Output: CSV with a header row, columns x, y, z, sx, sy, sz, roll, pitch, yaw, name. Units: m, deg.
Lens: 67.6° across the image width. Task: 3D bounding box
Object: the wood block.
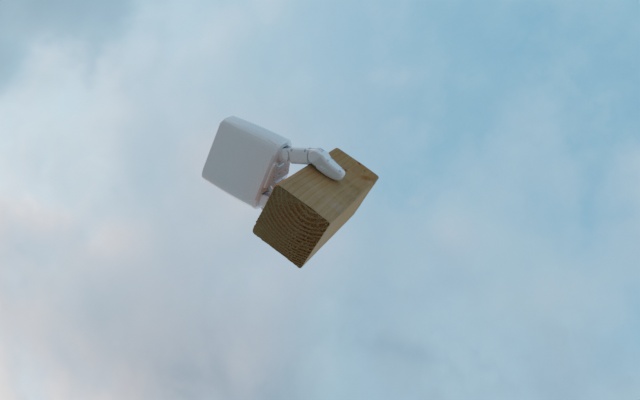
x,y,z,sx,sy,sz,roll,pitch,yaw,name
0.000,0.002,0.720,0.090,0.091,0.206,36,31,9,wood block
